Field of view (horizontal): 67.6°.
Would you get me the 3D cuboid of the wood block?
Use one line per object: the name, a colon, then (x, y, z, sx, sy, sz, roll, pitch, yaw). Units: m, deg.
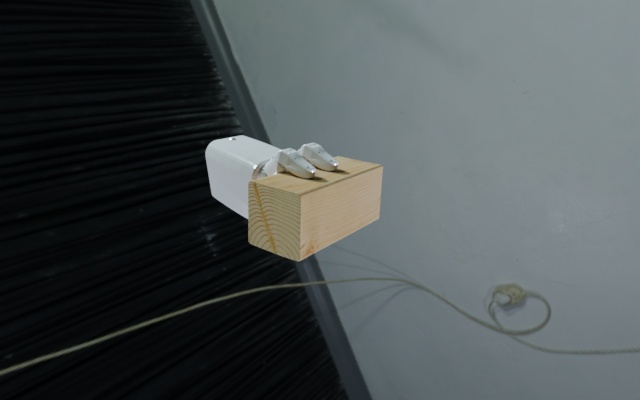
wood block: (0.000, 0.002, 0.685, 0.090, 0.091, 0.206, 15, 22, 33)
